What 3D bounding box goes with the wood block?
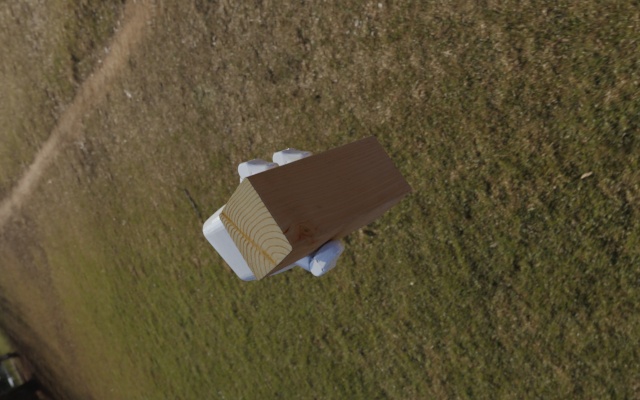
[{"bbox_3d":[0.000,0.002,0.566,0.206,0.091,0.090,-24,-15,-41],"label":"wood block"}]
